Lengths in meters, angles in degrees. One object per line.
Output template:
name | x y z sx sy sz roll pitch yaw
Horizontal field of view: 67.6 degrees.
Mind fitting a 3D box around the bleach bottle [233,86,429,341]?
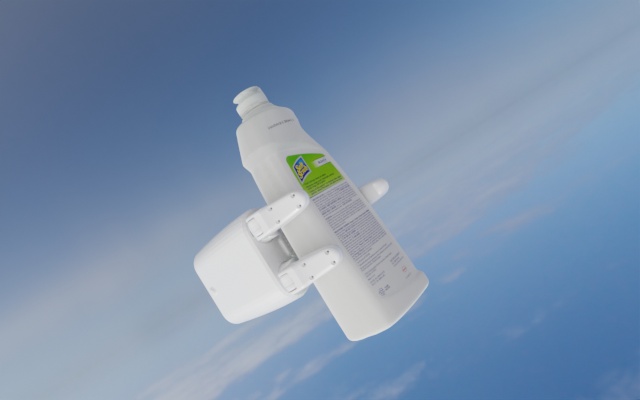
bleach bottle | 0.000 0.002 0.460 0.068 0.251 0.102 -34 -3 39
